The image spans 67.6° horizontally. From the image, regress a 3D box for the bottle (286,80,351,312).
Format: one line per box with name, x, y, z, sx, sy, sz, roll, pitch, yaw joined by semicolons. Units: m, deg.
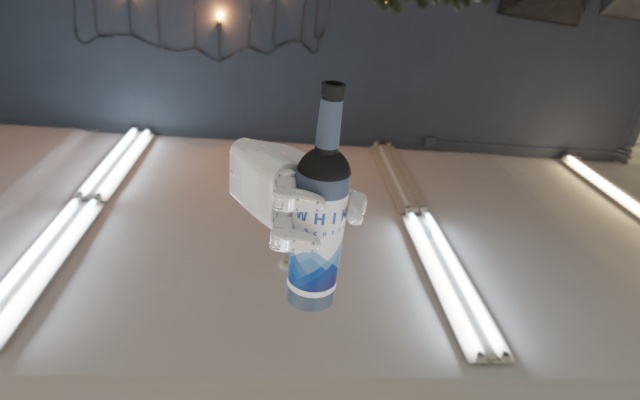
bottle;0.000;0.002;0.587;0.069;0.296;0.069;5;28;-3
